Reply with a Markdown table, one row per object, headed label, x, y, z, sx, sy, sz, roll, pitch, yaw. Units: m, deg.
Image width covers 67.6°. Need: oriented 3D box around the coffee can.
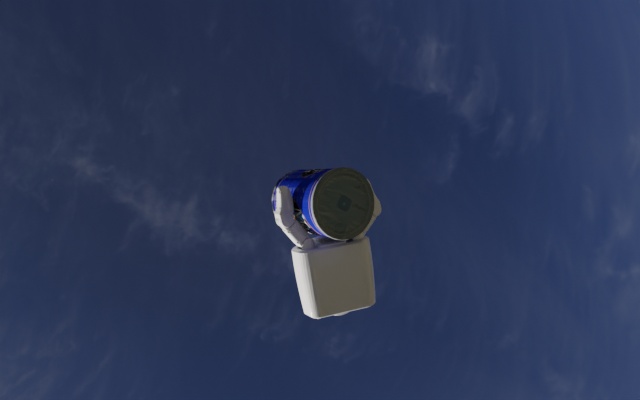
| label | x | y | z | sx | sy | sz | roll | pitch | yaw |
| --- | --- | --- | --- | --- | --- | --- | --- | --- | --- |
| coffee can | 0.000 | 0.002 | 0.728 | 0.103 | 0.103 | 0.140 | 0 | 2 | -29 |
